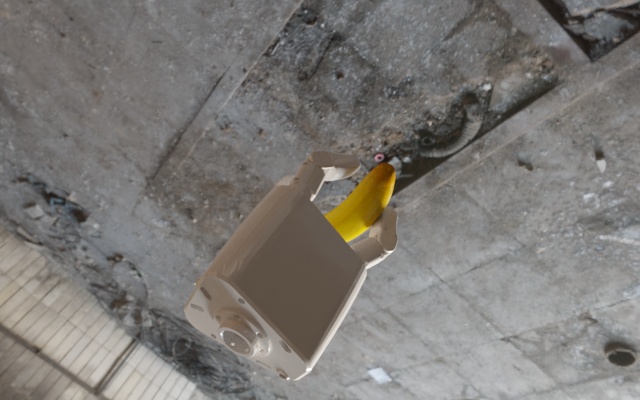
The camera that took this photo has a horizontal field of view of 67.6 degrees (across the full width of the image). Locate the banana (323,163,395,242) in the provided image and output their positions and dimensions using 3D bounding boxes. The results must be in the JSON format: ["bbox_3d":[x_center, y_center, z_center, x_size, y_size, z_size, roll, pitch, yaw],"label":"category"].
[{"bbox_3d":[0.007,0.018,0.502,0.198,0.070,0.037,-17,22,42],"label":"banana"}]
